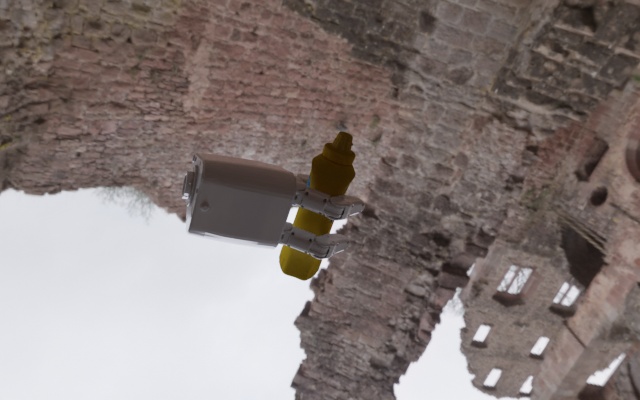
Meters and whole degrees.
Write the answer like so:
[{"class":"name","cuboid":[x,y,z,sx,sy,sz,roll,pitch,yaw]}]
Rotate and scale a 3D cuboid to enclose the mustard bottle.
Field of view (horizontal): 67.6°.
[{"class":"mustard bottle","cuboid":[0.000,0.002,0.616,0.058,0.192,0.096,20,22,1]}]
